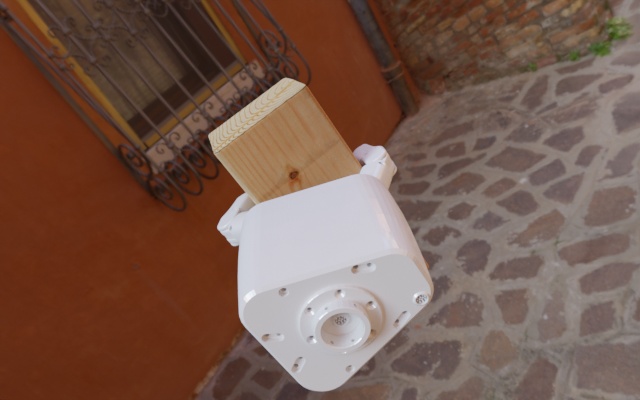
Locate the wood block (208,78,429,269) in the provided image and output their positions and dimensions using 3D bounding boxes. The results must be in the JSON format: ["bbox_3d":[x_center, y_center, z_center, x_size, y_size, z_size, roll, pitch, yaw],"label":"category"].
[{"bbox_3d":[0.000,0.001,0.441,0.091,0.206,0.090,-37,24,-2],"label":"wood block"}]
